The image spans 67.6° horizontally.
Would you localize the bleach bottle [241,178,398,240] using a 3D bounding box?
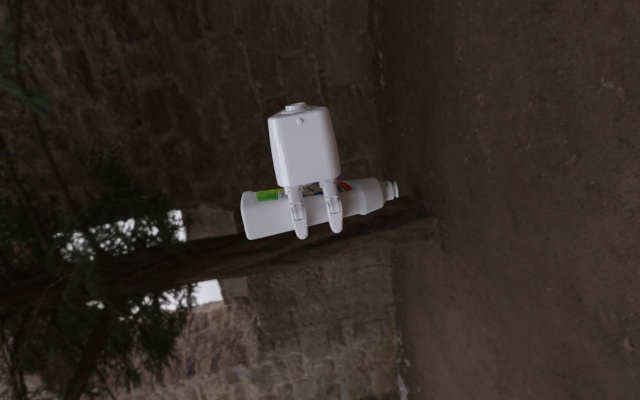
[{"bbox_3d":[0.000,0.003,0.784,0.251,0.068,0.102,-11,17,-3],"label":"bleach bottle"}]
